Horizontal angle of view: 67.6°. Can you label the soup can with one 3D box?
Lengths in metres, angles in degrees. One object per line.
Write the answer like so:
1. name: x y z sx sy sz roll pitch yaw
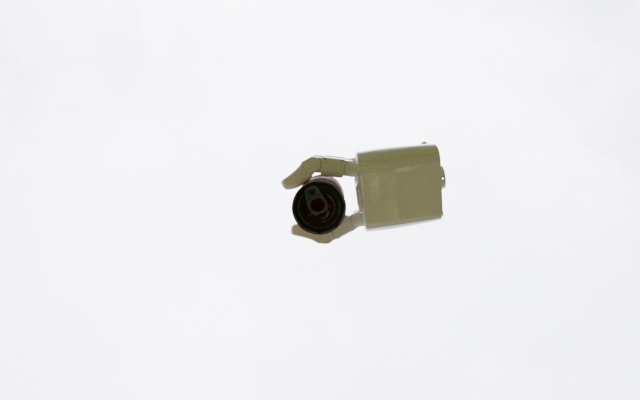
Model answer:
1. soup can: 0.000 0.002 0.640 0.068 0.068 0.102 0 8 2
